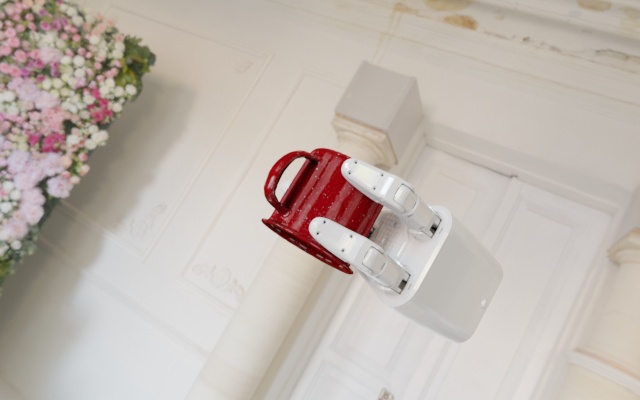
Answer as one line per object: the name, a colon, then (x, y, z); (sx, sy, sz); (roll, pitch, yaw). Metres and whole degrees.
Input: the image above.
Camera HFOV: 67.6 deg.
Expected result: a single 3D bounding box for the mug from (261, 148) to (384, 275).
mug: (-0.001, 0.000, 0.416); (0.117, 0.081, 0.093); (38, -13, -35)
